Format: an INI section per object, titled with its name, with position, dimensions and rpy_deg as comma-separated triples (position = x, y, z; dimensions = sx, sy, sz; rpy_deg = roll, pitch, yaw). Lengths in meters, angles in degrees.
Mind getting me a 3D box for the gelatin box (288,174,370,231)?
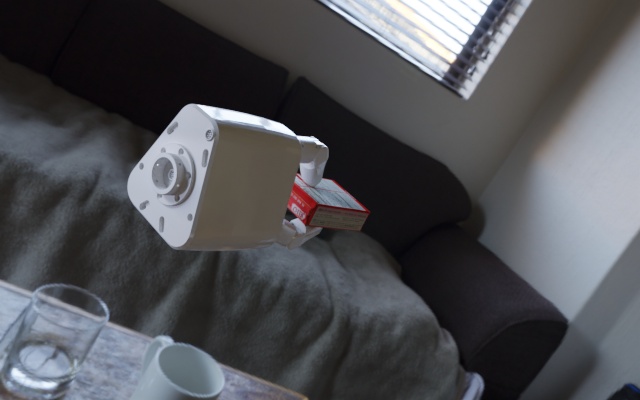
[gelatin box]
position = 0.001, 0.001, 0.532
dimensions = 0.089, 0.030, 0.073
rpy_deg = 8, 26, -44
